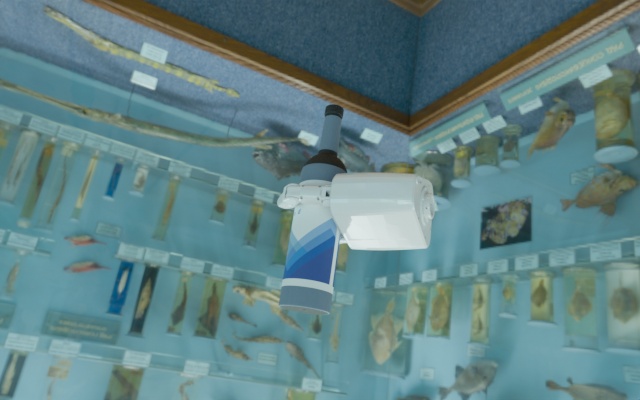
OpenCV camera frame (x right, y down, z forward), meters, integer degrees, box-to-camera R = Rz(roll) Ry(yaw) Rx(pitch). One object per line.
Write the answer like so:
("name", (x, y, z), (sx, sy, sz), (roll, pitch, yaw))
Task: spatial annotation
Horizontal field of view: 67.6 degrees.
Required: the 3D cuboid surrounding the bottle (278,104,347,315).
("bottle", (0.000, 0.002, 0.654), (0.069, 0.295, 0.069), (8, -19, 3))
